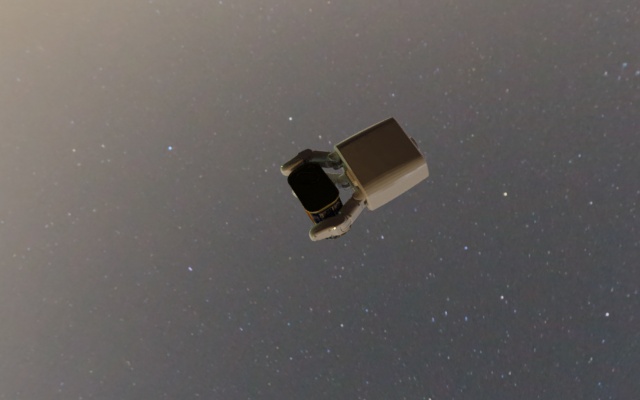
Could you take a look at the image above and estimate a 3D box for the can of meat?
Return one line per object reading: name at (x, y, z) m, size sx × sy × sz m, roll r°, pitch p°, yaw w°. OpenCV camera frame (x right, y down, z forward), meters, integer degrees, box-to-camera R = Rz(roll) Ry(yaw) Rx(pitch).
can of meat at (0.000, 0.003, 0.752) m, size 0.057 × 0.102 × 0.084 m, roll -32°, pitch -42°, yaw -4°
